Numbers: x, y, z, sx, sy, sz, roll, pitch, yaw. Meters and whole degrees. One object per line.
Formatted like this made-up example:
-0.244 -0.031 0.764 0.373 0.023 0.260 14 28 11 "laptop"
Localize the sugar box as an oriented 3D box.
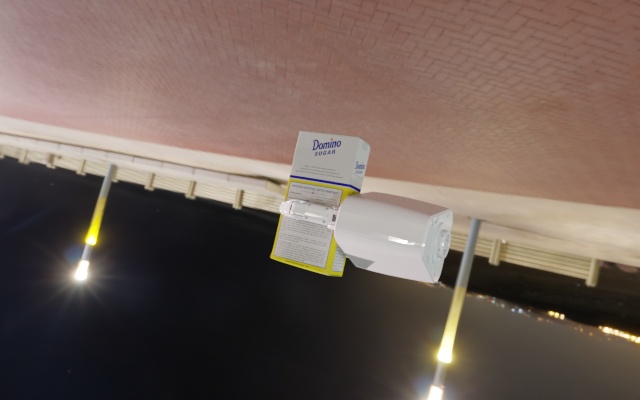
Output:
0.000 0.002 0.623 0.093 0.176 0.048 12 -7 28 "sugar box"
